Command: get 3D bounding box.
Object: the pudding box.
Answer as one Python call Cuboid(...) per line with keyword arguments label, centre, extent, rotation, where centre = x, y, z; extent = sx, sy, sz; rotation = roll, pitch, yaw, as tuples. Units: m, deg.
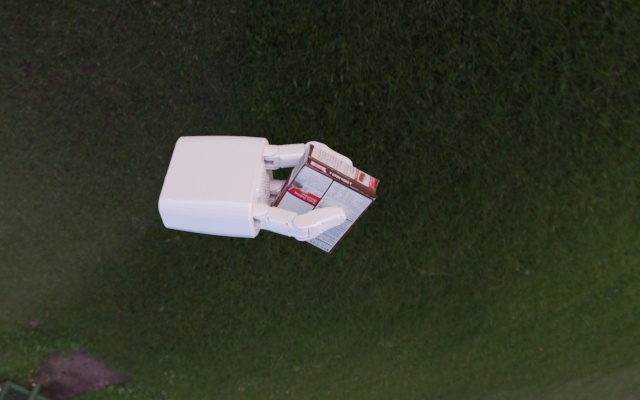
Cuboid(label="pudding box", centre=(0.000, 0.002, 0.551), extent=(0.090, 0.039, 0.113), rotation=(27, -47, -11))
